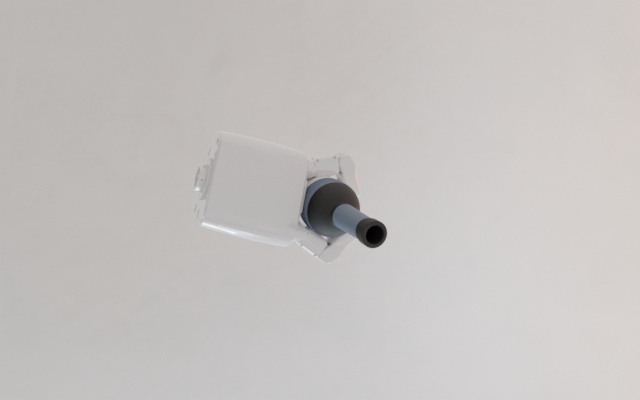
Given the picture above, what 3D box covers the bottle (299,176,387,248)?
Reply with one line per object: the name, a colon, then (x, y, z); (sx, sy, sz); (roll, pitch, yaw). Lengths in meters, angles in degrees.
bottle: (0.000, 0.002, 0.586); (0.069, 0.069, 0.295); (0, 12, -21)
